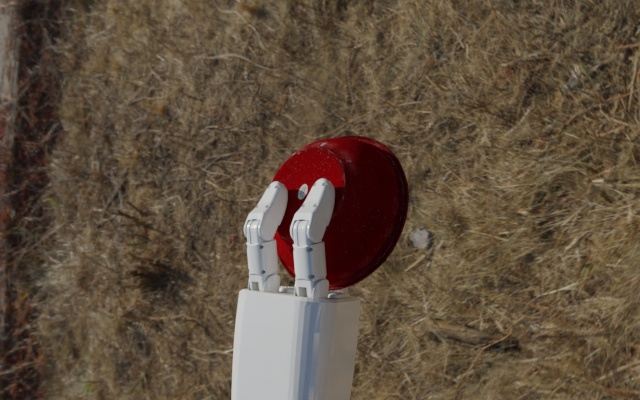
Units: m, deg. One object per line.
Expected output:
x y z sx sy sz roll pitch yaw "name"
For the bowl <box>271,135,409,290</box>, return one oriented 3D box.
0.000 0.000 0.459 0.162 0.162 0.055 0 -18 37 "bowl"
